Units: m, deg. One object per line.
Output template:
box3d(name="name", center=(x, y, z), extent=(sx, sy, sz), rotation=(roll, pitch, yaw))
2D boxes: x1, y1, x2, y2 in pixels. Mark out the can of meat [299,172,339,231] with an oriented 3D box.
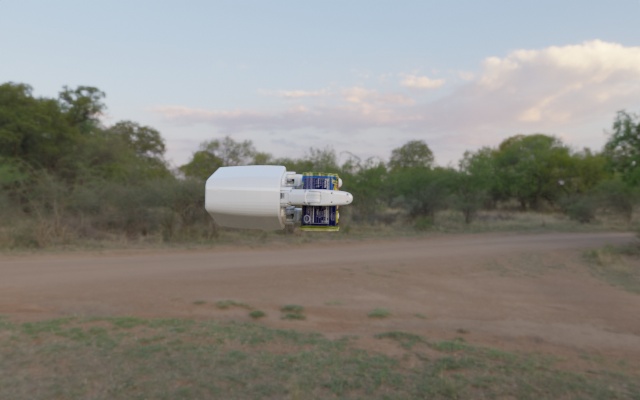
box3d(name="can of meat", center=(0.000, 0.002, 0.721), extent=(0.057, 0.084, 0.102), rotation=(1, -1, 4))
